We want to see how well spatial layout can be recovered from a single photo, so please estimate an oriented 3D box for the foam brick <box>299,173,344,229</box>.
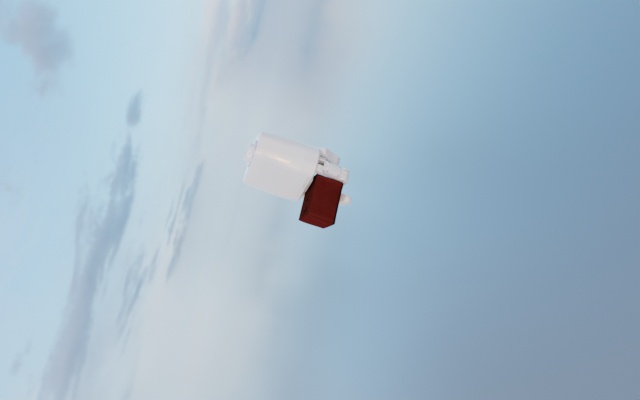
[{"bbox_3d":[0.000,0.003,0.830,0.051,0.078,0.053,19,-20,-17],"label":"foam brick"}]
